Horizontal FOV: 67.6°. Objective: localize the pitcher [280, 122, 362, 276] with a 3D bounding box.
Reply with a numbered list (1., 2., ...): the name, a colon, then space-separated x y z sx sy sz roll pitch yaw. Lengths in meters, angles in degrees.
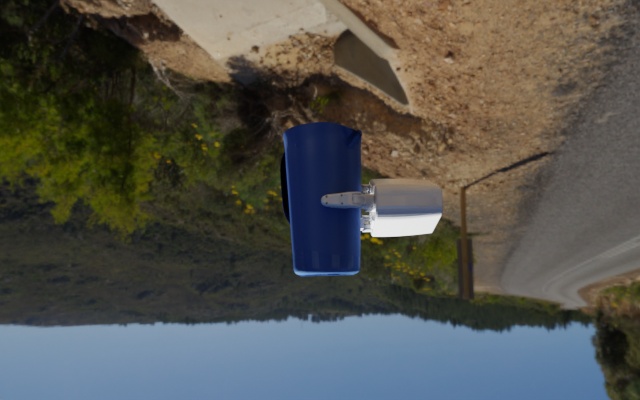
1. pitcher: 0.000 0.003 0.796 0.145 0.242 0.149 -2 -9 1
